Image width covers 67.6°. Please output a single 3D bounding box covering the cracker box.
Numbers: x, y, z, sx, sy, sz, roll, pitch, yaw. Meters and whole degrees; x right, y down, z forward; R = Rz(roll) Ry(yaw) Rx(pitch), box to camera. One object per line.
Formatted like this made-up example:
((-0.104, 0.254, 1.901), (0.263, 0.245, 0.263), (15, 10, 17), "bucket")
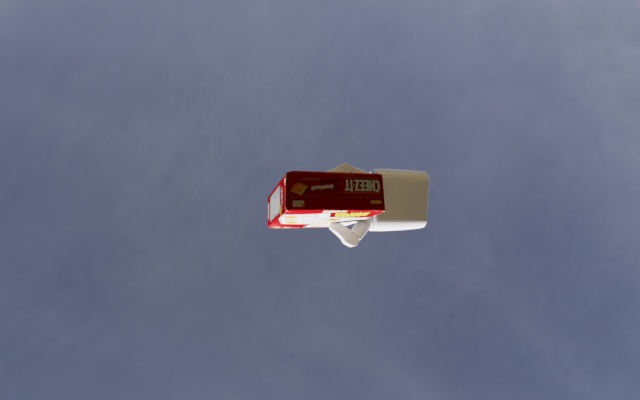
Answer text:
((0.000, 0.003, 0.854), (0.164, 0.072, 0.214), (0, -10, -14), "cracker box")
